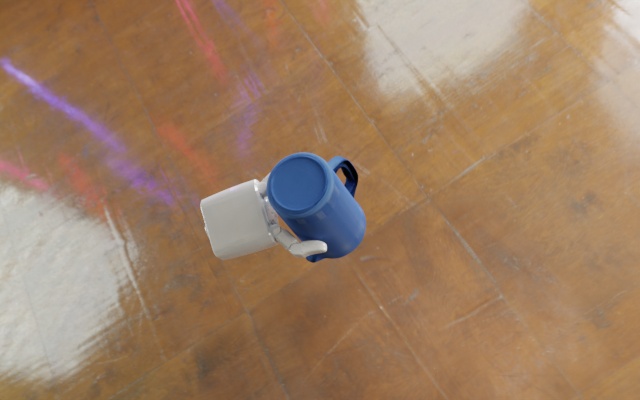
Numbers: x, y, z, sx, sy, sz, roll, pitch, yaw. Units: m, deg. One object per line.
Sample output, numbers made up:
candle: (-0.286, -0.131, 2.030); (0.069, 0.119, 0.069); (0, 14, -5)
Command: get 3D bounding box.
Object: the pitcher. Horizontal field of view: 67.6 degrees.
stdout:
pitcher: (0.000, 0.003, 0.825); (0.145, 0.149, 0.243); (-18, -22, 7)
